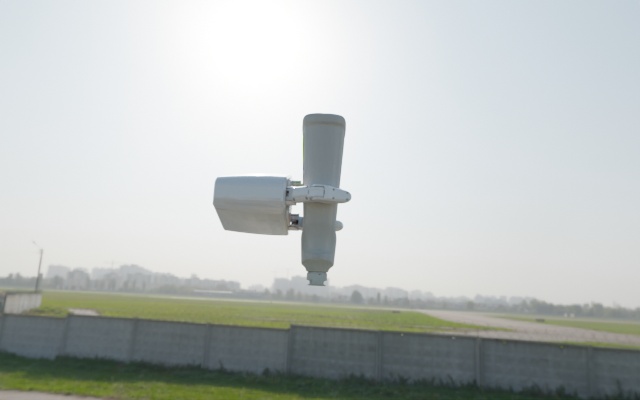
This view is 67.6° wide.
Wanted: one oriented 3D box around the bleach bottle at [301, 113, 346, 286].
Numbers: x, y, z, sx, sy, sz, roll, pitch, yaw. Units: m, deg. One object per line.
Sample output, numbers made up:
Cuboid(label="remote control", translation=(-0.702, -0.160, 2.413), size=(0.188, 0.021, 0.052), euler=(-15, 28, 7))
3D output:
Cuboid(label="bleach bottle", translation=(0.000, 0.002, 0.728), size=(0.068, 0.250, 0.102), euler=(3, -12, 1))
